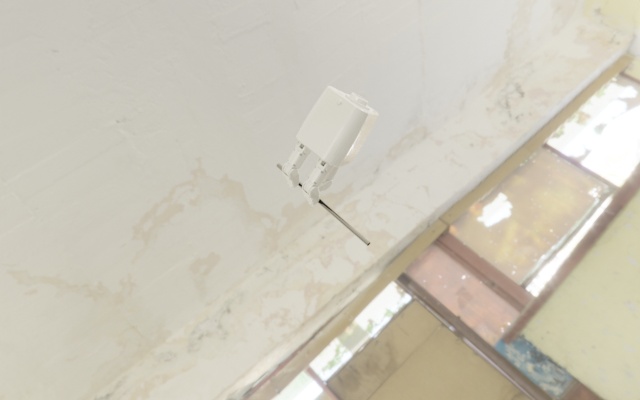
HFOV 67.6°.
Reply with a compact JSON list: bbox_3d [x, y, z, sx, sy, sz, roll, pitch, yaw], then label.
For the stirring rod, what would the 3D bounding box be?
[{"bbox_3d":[0.000,0.003,0.855,0.239,0.011,0.011,41,21,27],"label":"stirring rod"}]
